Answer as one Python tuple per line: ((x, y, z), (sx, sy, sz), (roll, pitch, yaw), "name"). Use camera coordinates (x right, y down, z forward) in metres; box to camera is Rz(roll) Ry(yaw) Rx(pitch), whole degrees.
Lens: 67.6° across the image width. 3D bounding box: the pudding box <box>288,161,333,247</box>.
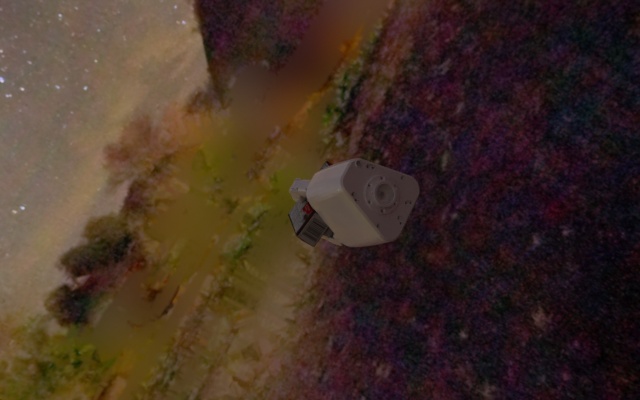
((0.000, 0.002, 0.732), (0.039, 0.113, 0.090), (34, 9, -20), "pudding box")
